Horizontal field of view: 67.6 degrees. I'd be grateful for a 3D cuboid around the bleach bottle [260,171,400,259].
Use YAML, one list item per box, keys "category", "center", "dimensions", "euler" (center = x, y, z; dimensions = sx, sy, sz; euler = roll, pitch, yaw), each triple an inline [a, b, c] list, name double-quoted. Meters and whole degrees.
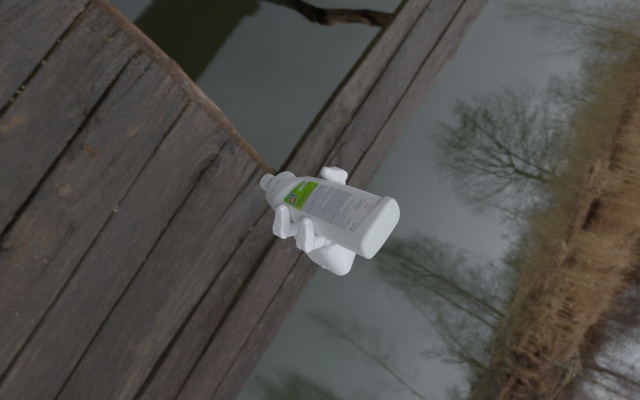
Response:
- category: "bleach bottle"
  center: [0.000, 0.003, 0.802]
  dimensions: [0.250, 0.102, 0.068]
  euler: [25, -22, 34]
